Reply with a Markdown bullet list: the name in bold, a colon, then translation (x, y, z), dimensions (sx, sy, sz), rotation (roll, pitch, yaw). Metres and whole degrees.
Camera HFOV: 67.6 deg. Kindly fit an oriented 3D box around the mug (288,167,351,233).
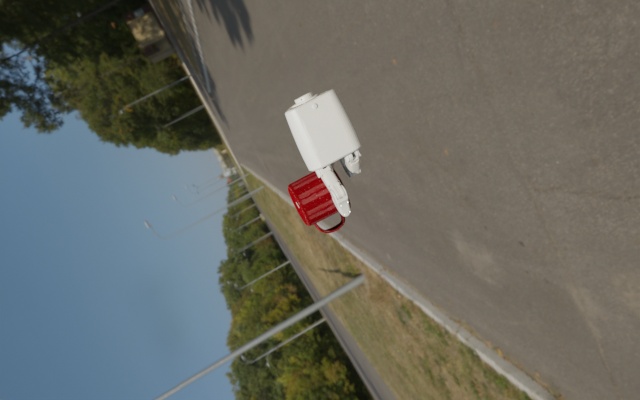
- **mug**: translation (0.001, 0.004, 0.836), dimensions (0.081, 0.117, 0.093), rotation (-27, 13, -9)
